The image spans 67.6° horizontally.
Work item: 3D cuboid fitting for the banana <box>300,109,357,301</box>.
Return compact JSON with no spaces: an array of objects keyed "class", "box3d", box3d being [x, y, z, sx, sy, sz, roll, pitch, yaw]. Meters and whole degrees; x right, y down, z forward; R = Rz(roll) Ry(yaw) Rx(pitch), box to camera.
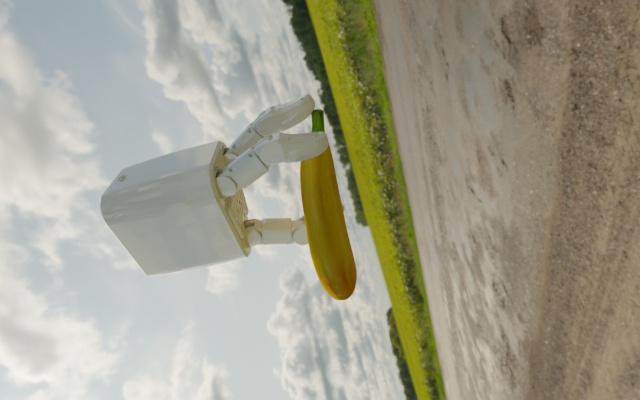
[{"class":"banana","box3d":[0.002,0.010,0.419,0.037,0.197,0.070,-11,-38,2]}]
